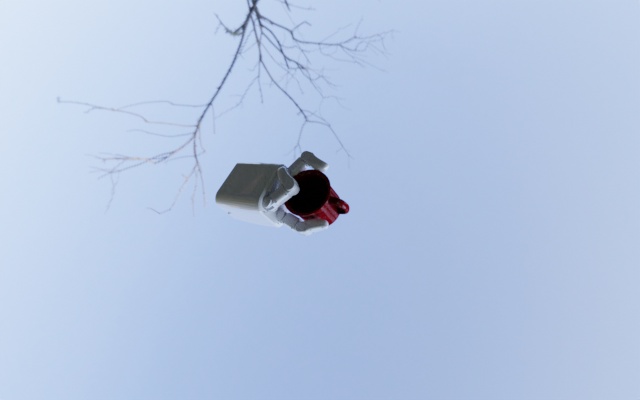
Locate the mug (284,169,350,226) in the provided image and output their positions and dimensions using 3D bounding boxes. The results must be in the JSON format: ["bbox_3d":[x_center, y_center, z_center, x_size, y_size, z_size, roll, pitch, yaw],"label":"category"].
[{"bbox_3d":[0.002,0.003,0.883,0.117,0.093,0.081,9,-20,27],"label":"mug"}]
